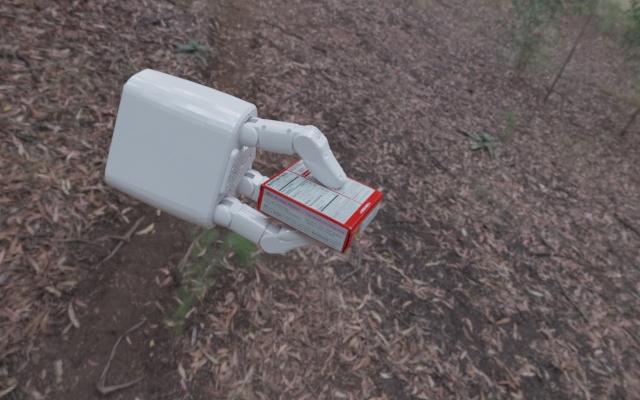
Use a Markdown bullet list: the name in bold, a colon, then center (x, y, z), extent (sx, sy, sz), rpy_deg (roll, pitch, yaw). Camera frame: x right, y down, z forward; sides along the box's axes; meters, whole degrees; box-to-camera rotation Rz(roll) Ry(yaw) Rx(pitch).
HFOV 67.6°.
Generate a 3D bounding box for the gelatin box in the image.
- **gelatin box**: center (0.000, 0.001, 0.420), extent (0.089, 0.030, 0.073), rpy_deg (25, 34, 17)
